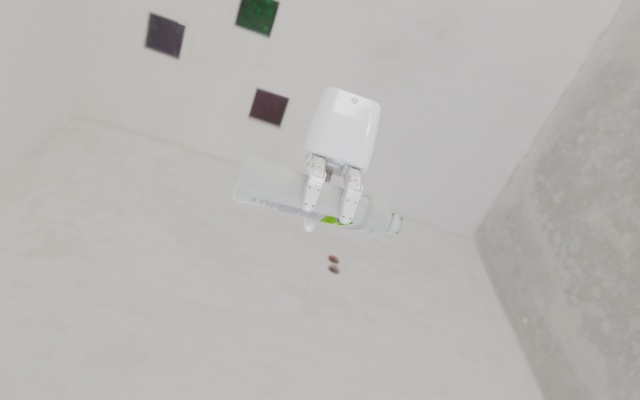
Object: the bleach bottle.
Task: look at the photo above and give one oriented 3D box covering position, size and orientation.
[{"bbox_3d":[0.000,0.002,0.710,0.251,0.068,0.102,17,-10,-10],"label":"bleach bottle"}]
